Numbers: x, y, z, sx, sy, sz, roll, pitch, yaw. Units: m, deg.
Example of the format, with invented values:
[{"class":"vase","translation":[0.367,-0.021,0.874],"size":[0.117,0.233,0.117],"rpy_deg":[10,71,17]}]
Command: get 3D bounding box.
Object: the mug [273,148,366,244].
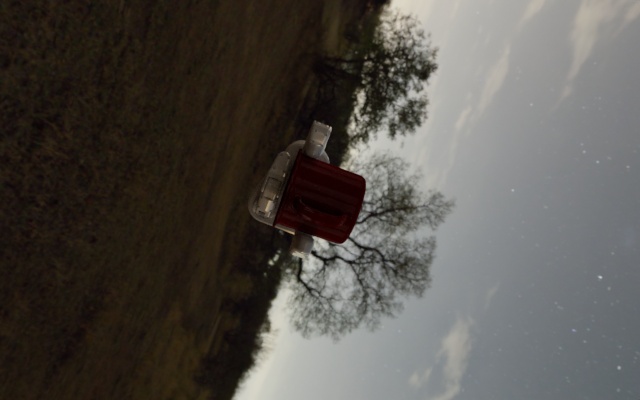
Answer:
[{"class":"mug","translation":[0.000,0.002,0.520],"size":[0.081,0.093,0.117],"rpy_deg":[19,12,-6]}]
